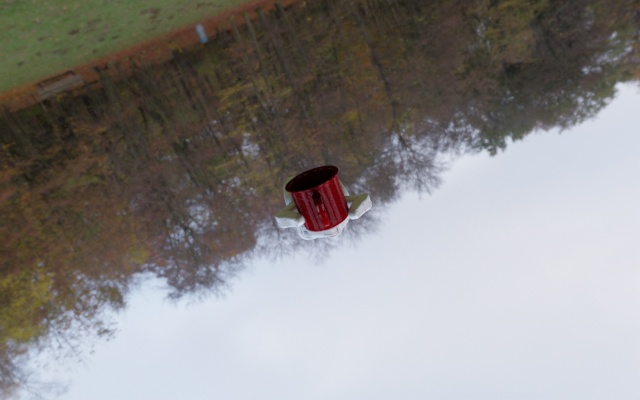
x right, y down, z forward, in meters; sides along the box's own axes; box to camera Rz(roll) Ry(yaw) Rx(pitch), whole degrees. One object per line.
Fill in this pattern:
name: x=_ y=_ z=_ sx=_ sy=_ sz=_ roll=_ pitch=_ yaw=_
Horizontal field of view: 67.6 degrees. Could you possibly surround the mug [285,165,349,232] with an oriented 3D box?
mug: x=0.000 y=0.003 z=0.781 sx=0.093 sy=0.081 sz=0.117 roll=-21 pitch=22 yaw=1
